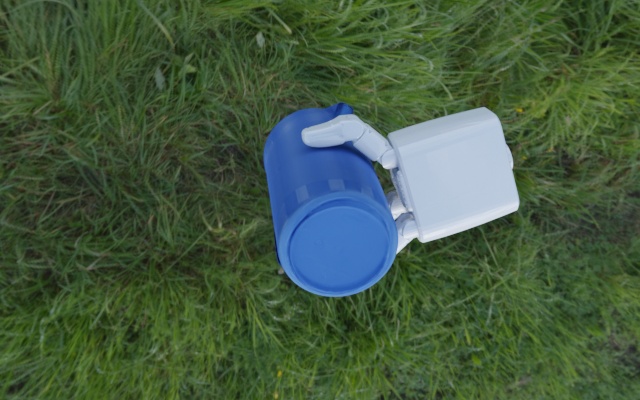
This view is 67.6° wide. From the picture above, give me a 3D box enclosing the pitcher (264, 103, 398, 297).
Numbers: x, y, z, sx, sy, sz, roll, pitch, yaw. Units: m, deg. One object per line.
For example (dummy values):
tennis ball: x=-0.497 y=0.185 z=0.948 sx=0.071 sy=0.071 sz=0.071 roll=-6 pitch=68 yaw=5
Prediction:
pitcher: x=0.000 y=0.002 z=0.523 sx=0.145 sy=0.149 sz=0.242 roll=-17 pitch=26 yaw=2
